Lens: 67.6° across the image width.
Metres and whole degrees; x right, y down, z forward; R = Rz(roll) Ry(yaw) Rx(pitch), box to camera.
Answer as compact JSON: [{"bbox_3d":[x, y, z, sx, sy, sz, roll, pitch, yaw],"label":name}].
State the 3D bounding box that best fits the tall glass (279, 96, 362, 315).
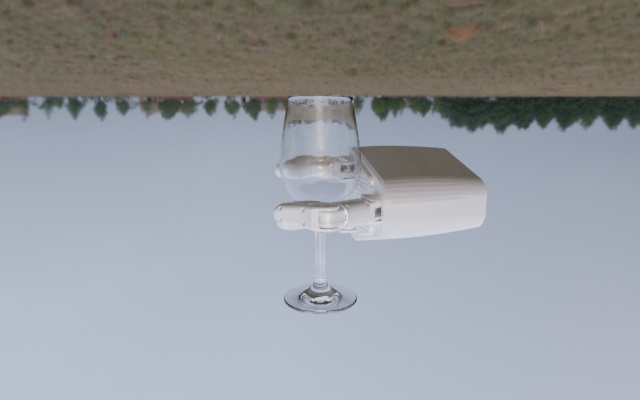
[{"bbox_3d":[0.000,0.002,0.462,0.079,0.201,0.079,0,12,0],"label":"tall glass"}]
